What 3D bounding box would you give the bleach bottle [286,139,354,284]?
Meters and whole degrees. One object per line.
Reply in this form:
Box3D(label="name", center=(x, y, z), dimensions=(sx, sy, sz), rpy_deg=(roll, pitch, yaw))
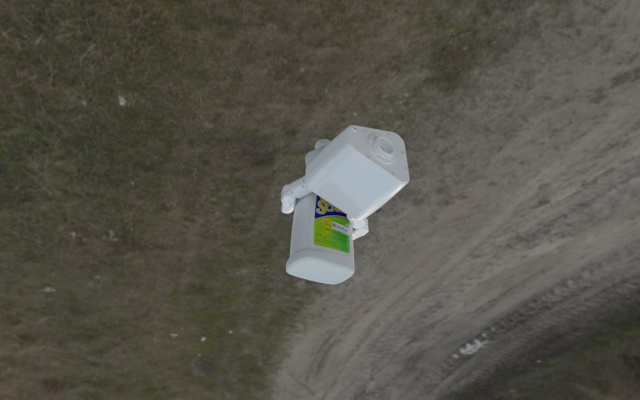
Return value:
Box3D(label="bleach bottle", center=(0.000, 0.003, 0.767), dimensions=(0.102, 0.250, 0.068), rpy_deg=(19, -39, -27))
